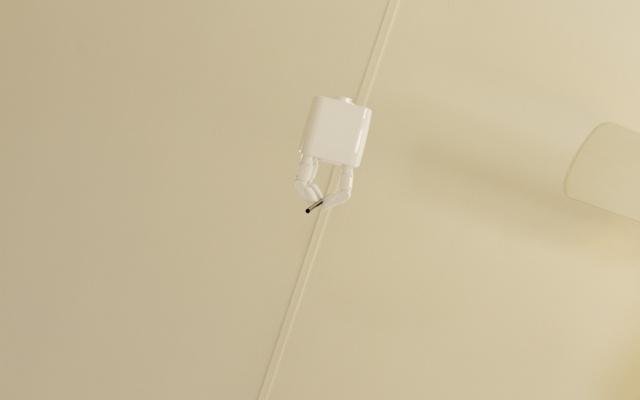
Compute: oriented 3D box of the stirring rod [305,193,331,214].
[{"bbox_3d":[0.000,0.003,0.870,0.011,0.011,0.239,0,7,10],"label":"stirring rod"}]
